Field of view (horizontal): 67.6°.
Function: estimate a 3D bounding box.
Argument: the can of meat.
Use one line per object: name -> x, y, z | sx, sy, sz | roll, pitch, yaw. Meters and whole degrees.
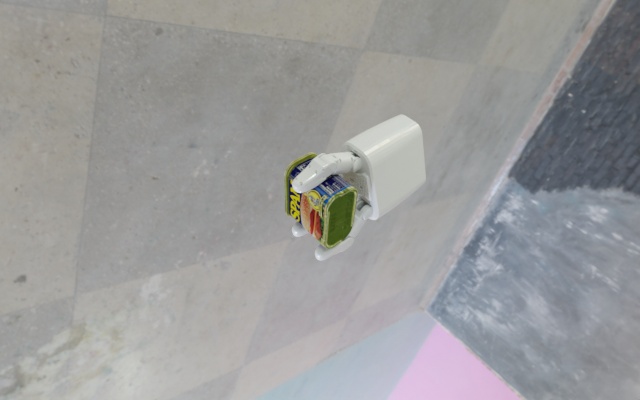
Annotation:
can of meat -> 0.000, 0.002, 0.631 | 0.057, 0.102, 0.084 | -30, 54, -29
